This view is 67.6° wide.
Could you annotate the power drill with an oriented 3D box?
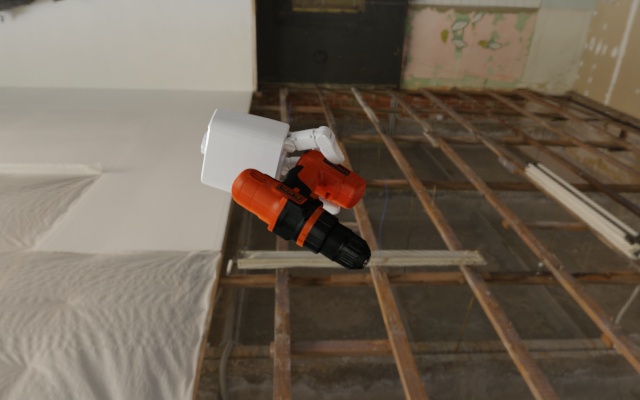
[{"bbox_3d":[0.000,0.002,0.620,0.184,0.057,0.187,33,24,7],"label":"power drill"}]
